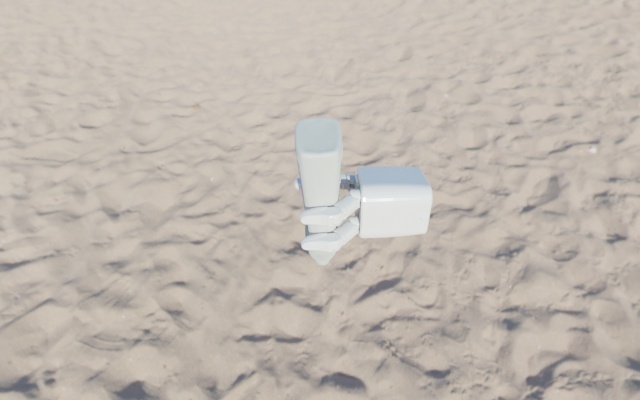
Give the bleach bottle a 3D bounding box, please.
[{"bbox_3d":[0.000,0.002,0.751,0.068,0.251,0.102,-3,42,-1],"label":"bleach bottle"}]
